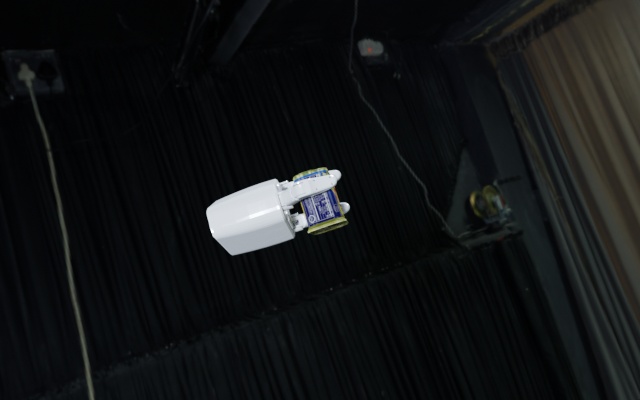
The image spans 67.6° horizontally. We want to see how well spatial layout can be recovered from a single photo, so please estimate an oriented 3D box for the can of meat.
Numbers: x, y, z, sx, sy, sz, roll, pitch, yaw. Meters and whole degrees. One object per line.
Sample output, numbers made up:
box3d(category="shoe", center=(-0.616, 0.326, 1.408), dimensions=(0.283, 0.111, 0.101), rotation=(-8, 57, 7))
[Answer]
box3d(category="can of meat", center=(0.000, 0.002, 0.712), dimensions=(0.057, 0.084, 0.102), rotation=(-19, -8, 3))
